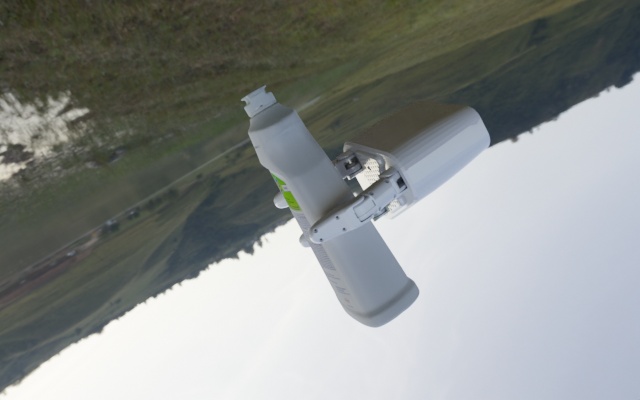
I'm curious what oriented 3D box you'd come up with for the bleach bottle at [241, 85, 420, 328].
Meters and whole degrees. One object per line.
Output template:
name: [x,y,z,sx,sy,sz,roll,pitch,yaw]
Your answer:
bleach bottle: [0.000,0.002,0.478,0.068,0.251,0.102,-34,11,-16]
